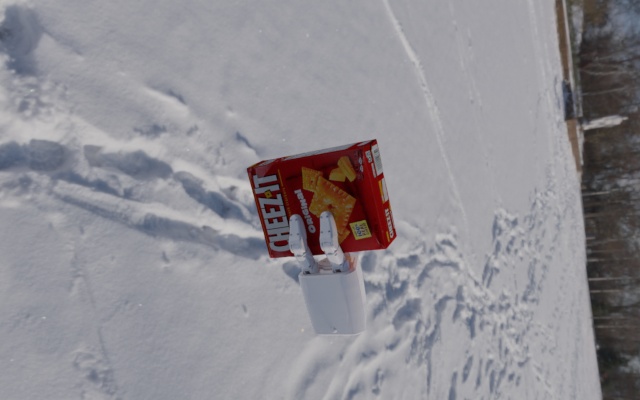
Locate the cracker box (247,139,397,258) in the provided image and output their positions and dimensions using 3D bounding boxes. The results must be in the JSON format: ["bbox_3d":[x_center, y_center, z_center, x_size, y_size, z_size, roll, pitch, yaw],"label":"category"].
[{"bbox_3d":[0.000,0.002,0.775,0.214,0.164,0.072,-8,12,26],"label":"cracker box"}]
